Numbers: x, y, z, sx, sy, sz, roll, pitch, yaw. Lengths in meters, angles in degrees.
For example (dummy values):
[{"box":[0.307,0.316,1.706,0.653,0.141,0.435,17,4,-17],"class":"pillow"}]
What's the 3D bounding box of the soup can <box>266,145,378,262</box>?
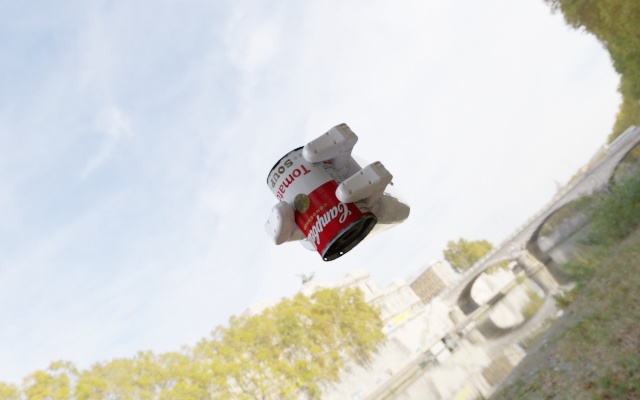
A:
[{"box":[0.000,0.001,0.483,0.068,0.102,0.068,-33,-22,-15],"class":"soup can"}]
